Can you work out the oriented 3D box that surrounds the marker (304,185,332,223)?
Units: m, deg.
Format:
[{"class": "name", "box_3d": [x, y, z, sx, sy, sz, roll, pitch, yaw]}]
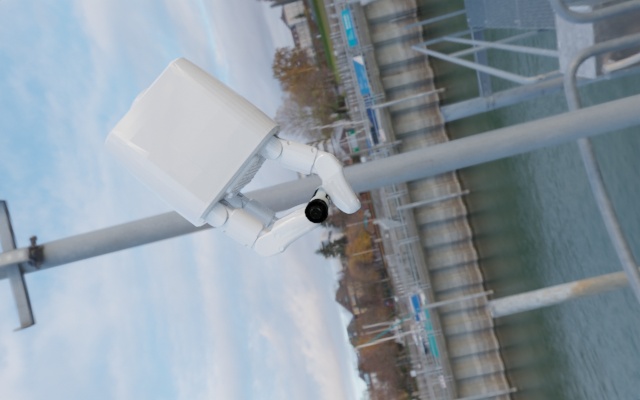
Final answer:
[{"class": "marker", "box_3d": [0.000, 0.001, 0.426, 0.020, 0.020, 0.121, 0, 8, 4]}]
